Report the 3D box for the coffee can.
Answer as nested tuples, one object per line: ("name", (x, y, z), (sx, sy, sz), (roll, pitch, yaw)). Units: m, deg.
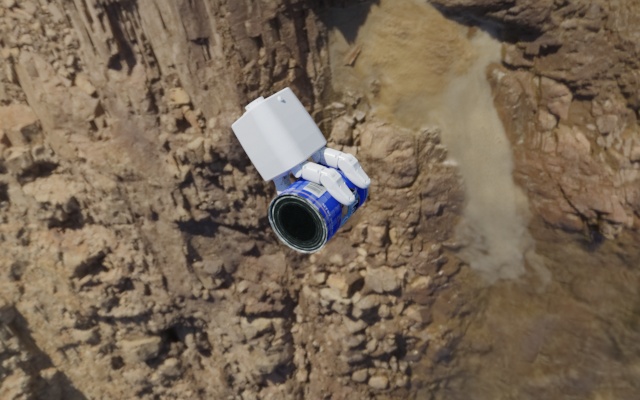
("coffee can", (0.000, 0.003, 0.751), (0.103, 0.103, 0.140), (0, 28, 34))
